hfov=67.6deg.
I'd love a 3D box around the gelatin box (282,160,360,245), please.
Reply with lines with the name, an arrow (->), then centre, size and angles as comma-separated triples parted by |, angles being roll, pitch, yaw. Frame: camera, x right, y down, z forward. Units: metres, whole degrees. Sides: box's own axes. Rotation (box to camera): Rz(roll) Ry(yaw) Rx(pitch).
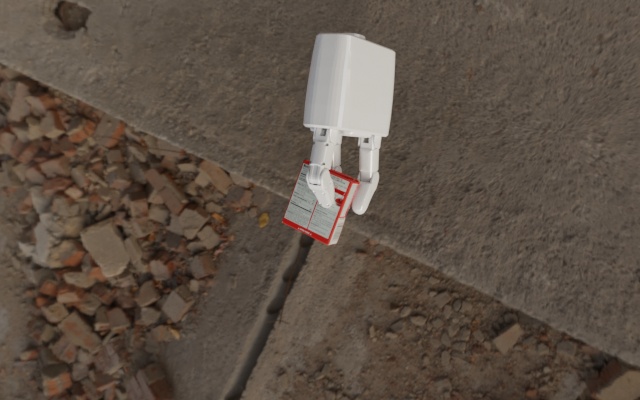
gelatin box -> 0.000, 0.002, 0.607 | 0.073, 0.089, 0.030 | 24, 9, 24
